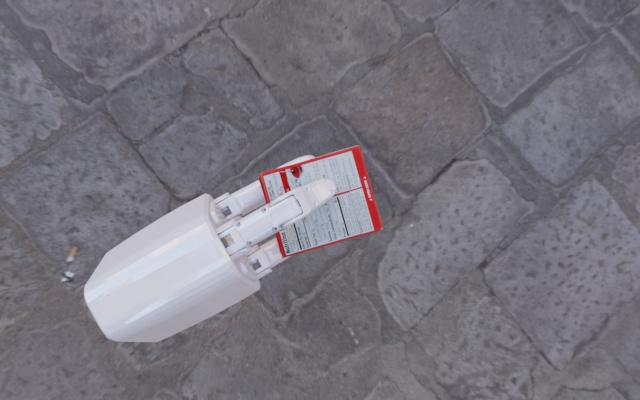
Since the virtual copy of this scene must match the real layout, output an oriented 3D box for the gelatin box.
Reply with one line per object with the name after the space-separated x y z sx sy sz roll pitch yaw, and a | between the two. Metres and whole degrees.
0.000 0.001 0.404 0.089 0.073 0.030 -16 0 0 | gelatin box
